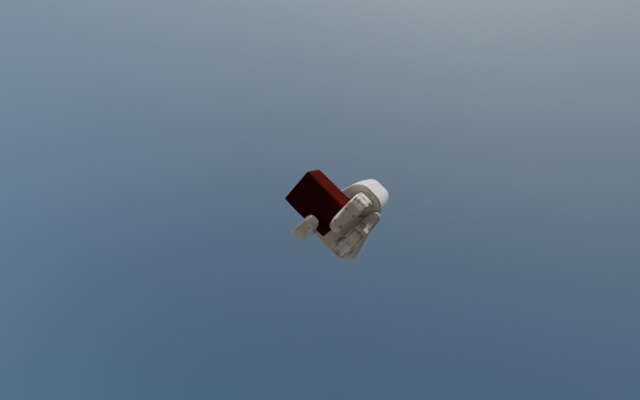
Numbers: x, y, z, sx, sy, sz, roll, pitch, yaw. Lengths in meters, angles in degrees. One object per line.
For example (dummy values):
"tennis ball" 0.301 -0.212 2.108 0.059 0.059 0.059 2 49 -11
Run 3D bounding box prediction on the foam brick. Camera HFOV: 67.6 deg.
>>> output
"foam brick" 0.000 0.002 0.669 0.053 0.078 0.051 -46 -5 19
